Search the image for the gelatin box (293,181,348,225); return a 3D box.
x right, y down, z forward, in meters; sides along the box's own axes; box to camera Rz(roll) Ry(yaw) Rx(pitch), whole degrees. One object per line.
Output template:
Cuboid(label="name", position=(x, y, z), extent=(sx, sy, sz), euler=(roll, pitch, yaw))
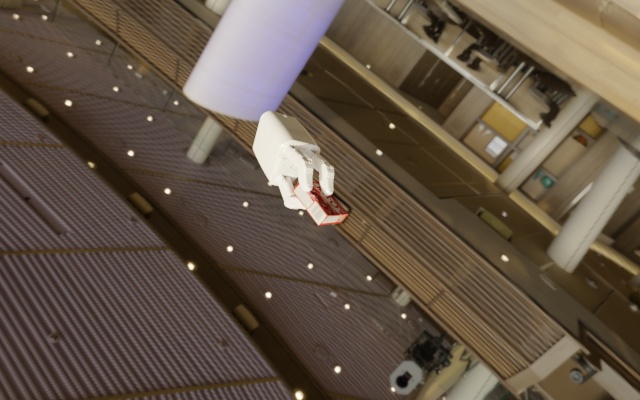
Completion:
Cuboid(label="gelatin box", position=(0.000, 0.003, 0.888), extent=(0.030, 0.089, 0.073), euler=(-49, -24, 25))
